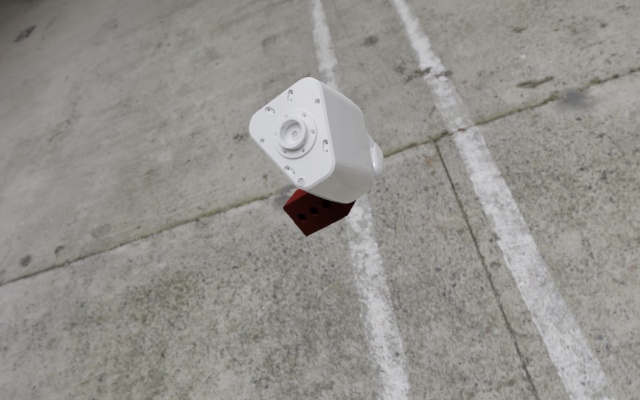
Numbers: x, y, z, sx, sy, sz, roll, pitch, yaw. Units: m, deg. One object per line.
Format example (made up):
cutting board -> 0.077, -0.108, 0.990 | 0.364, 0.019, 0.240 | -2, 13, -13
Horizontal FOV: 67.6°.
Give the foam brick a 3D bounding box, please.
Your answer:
foam brick -> 0.000, 0.002, 0.630 | 0.078, 0.053, 0.051 | -30, 16, 34
